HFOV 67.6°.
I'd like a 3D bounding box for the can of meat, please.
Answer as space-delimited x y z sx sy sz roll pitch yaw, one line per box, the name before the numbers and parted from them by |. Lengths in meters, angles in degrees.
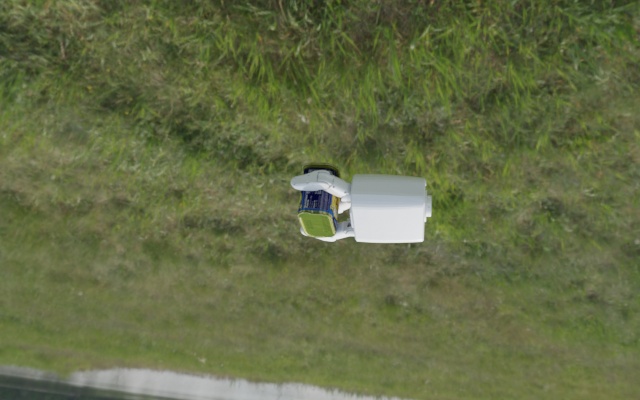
can of meat | 0.000 0.003 0.740 0.057 0.084 0.102 2 -25 10
